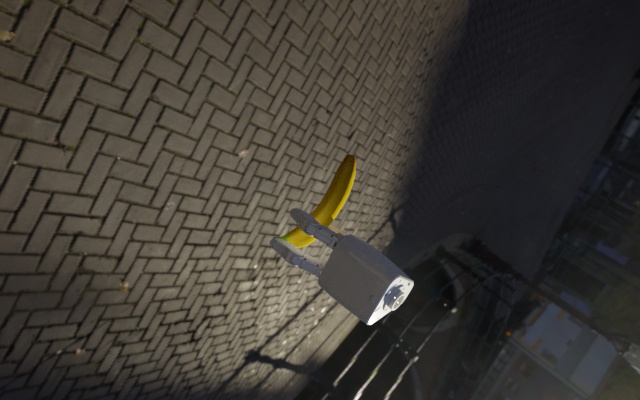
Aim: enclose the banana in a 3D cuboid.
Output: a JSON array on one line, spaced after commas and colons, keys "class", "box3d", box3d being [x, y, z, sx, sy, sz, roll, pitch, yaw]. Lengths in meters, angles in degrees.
[{"class": "banana", "box3d": [0.005, 0.012, 0.809, 0.037, 0.198, 0.070, 38, -5, 32]}]
